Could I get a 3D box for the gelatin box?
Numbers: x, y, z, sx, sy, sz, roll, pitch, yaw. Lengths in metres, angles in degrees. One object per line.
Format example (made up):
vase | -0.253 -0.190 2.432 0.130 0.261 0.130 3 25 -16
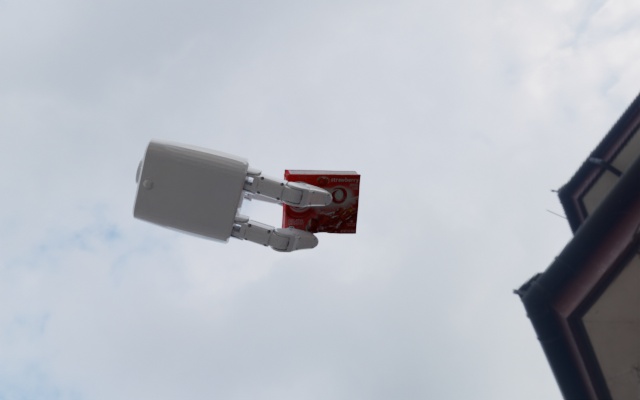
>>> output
gelatin box | 0.000 0.002 0.565 0.089 0.073 0.030 1 15 -11
